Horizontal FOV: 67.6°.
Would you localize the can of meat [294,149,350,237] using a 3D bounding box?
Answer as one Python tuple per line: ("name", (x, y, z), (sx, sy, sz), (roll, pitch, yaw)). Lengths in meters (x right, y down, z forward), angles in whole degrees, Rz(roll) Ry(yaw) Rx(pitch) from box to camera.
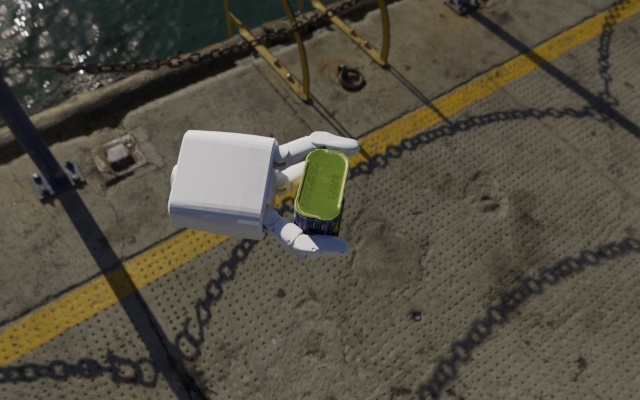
("can of meat", (0.000, 0.002, 0.564), (0.057, 0.102, 0.084), (10, -32, 2))
